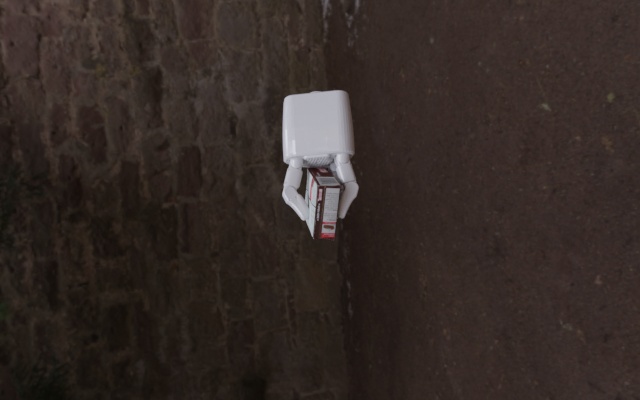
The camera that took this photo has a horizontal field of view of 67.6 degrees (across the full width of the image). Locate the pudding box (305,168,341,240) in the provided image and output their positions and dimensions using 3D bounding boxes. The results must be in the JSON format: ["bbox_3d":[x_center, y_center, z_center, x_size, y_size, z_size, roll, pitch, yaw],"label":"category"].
[{"bbox_3d":[0.000,0.002,0.768,0.039,0.090,0.113,2,17,-9],"label":"pudding box"}]
